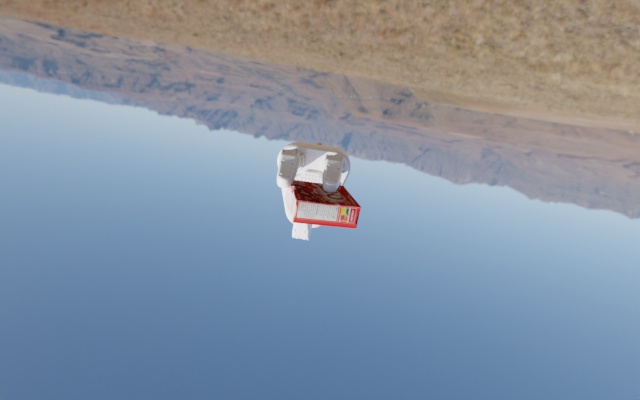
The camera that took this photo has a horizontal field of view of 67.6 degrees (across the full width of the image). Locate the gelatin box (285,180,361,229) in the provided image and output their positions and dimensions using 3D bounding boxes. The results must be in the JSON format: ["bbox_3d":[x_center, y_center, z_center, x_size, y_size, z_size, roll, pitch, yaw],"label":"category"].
[{"bbox_3d":[0.000,0.002,0.556,0.073,0.030,0.089,7,16,-12],"label":"gelatin box"}]
